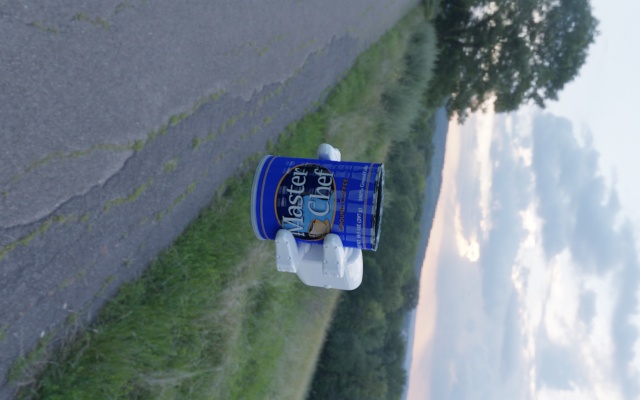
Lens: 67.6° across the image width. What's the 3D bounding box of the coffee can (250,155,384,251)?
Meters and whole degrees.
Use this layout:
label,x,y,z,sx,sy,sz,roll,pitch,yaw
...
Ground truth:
label,x,y,z,sx,sy,sz,roll,pitch,yaw
coffee can,0.000,0.002,0.564,0.140,0.103,0.103,5,1,11
